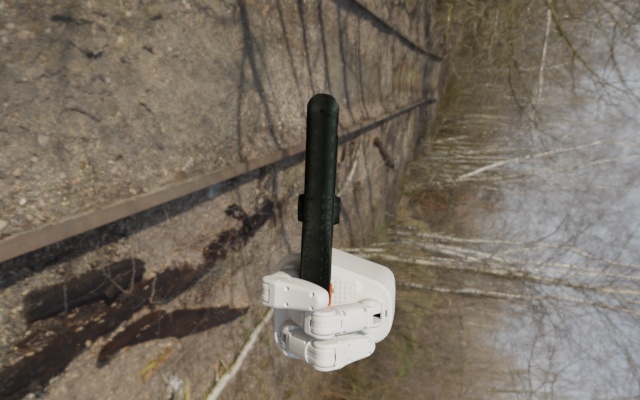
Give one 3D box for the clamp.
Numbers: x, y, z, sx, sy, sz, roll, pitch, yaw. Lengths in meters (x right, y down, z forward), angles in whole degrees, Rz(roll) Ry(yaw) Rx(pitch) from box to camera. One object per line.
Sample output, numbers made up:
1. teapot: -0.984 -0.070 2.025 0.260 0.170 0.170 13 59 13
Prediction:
1. clamp: 0.001 0.002 0.418 0.039 0.171 0.120 6 3 8
